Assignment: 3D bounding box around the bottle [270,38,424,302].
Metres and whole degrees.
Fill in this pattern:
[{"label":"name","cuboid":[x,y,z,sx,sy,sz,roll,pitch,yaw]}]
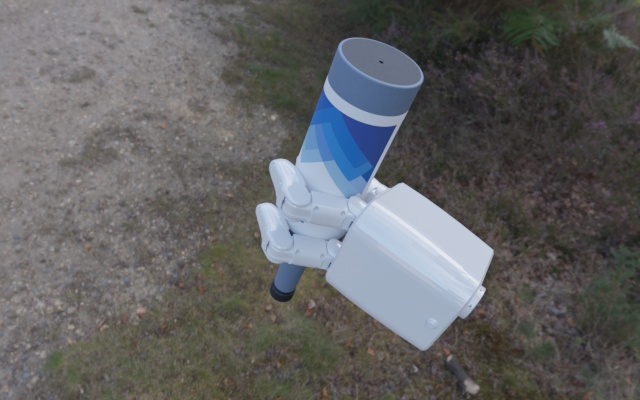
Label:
[{"label":"bottle","cuboid":[0.000,0.001,0.441,0.069,0.069,0.296,0,-44,-24]}]
